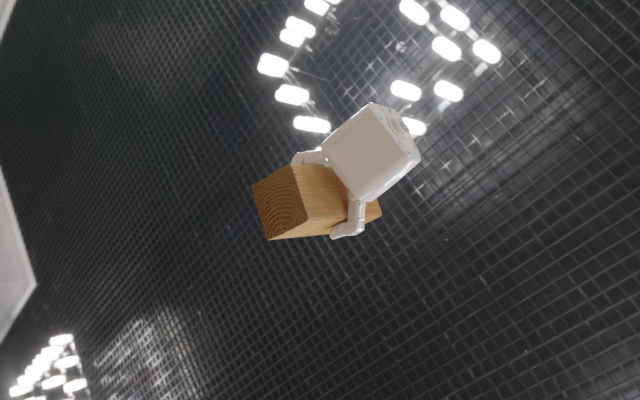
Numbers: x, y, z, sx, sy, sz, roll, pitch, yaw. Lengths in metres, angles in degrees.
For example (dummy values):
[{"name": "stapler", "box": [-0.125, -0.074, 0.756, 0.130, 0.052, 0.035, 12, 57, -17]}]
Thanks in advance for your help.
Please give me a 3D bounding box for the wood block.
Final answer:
[{"name": "wood block", "box": [0.001, 0.003, 0.778, 0.090, 0.090, 0.206, -27, -16, 34]}]
